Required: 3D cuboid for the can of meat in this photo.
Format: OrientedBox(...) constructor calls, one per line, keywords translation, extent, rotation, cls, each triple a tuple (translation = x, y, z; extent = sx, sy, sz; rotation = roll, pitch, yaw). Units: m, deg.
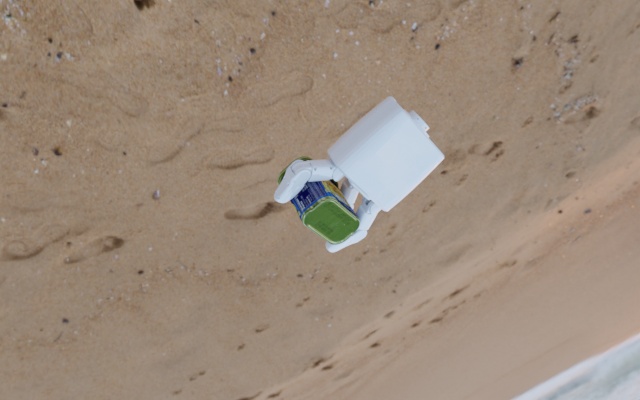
OrientedBox(translation=(0.000, 0.002, 0.635), extent=(0.057, 0.084, 0.102), rotation=(-40, -41, 10), cls="can of meat")
